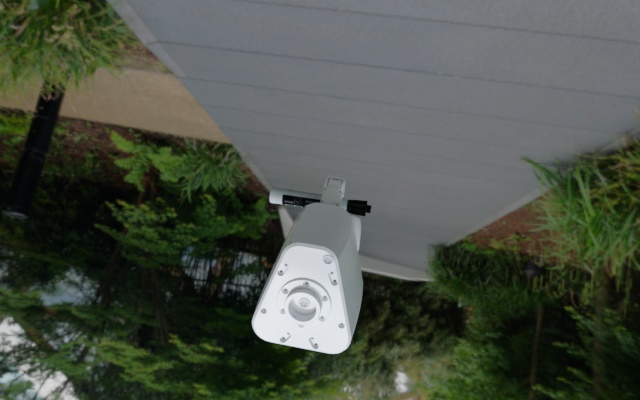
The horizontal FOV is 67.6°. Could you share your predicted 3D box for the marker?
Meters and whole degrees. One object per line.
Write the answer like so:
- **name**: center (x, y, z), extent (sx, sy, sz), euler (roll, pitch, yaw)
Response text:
- **marker**: center (0.000, 0.002, 0.570), extent (0.121, 0.020, 0.020), euler (8, 1, 6)
